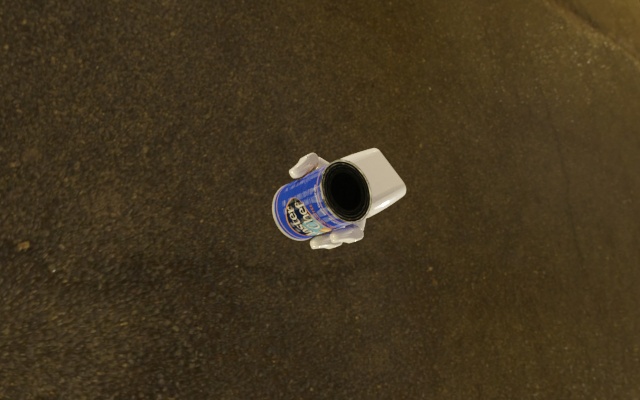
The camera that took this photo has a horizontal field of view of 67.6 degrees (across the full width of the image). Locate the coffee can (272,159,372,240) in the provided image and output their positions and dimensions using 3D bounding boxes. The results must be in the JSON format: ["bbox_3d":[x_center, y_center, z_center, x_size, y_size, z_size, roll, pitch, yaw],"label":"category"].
[{"bbox_3d":[0.000,0.003,0.784,0.103,0.102,0.140,0,-15,-38],"label":"coffee can"}]
